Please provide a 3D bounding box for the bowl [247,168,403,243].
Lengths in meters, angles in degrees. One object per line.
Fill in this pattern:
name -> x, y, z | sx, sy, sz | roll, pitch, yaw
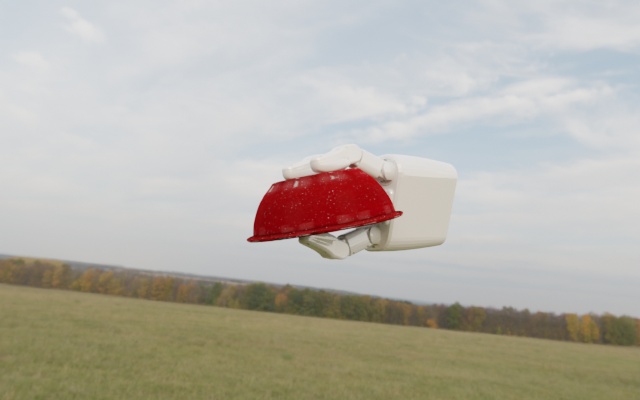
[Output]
bowl -> -0.001, 0.001, 0.489 | 0.162, 0.055, 0.162 | -10, 1, 0
